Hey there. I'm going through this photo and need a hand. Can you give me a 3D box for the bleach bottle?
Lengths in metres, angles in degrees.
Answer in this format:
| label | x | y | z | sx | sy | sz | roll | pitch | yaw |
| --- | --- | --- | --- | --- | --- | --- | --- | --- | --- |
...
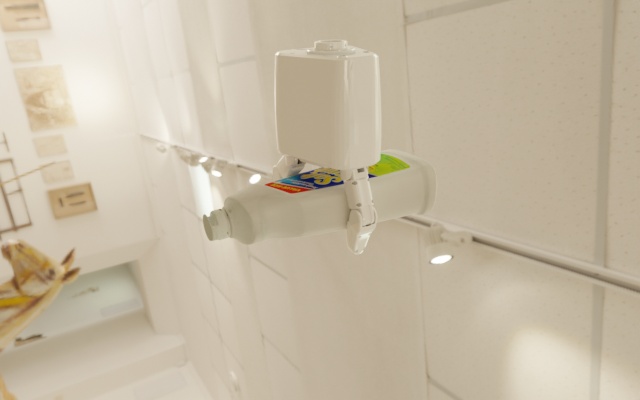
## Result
| label | x | y | z | sx | sy | sz | roll | pitch | yaw |
| --- | --- | --- | --- | --- | --- | --- | --- | --- | --- |
| bleach bottle | 0.000 | 0.002 | 0.524 | 0.251 | 0.068 | 0.102 | -15 | 27 | -27 |
